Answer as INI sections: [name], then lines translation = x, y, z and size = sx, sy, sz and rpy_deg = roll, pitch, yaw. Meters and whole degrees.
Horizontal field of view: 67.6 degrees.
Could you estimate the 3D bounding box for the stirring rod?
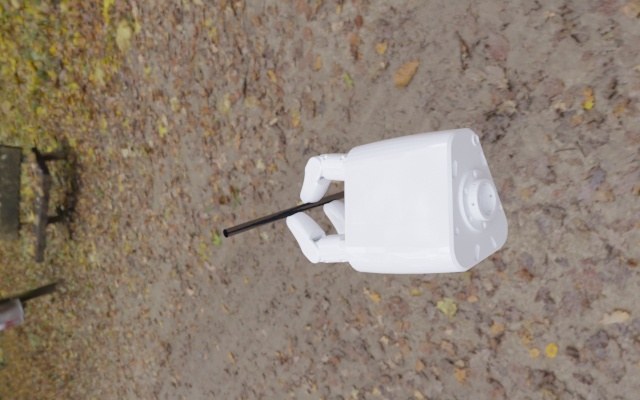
[stirring rod]
translation = 0.000, 0.002, 0.505
size = 0.239, 0.011, 0.011
rpy_deg = -18, 12, -42
